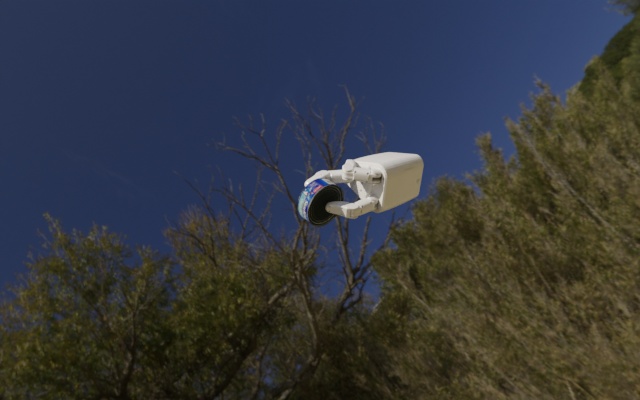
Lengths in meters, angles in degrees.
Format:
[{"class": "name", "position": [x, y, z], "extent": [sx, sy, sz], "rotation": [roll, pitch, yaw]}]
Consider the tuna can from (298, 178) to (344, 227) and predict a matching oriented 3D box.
[{"class": "tuna can", "position": [0.000, 0.003, 0.874], "extent": [0.086, 0.086, 0.033], "rotation": [0, 26, -45]}]
